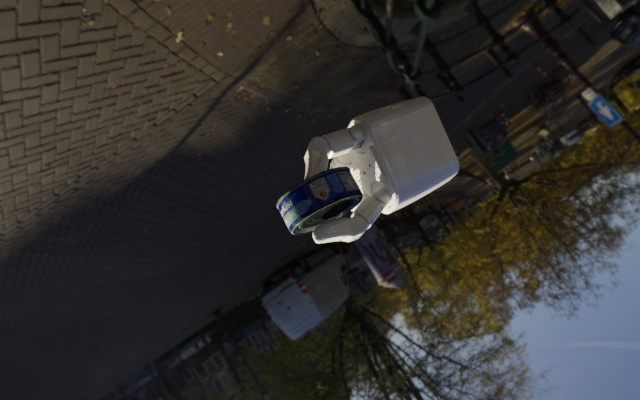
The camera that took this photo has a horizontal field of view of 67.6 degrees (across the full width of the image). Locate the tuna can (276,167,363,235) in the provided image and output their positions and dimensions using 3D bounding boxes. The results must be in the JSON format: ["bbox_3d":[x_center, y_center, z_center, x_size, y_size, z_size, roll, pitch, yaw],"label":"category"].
[{"bbox_3d":[0.000,0.002,0.493,0.086,0.033,0.086,-26,-14,-7],"label":"tuna can"}]
